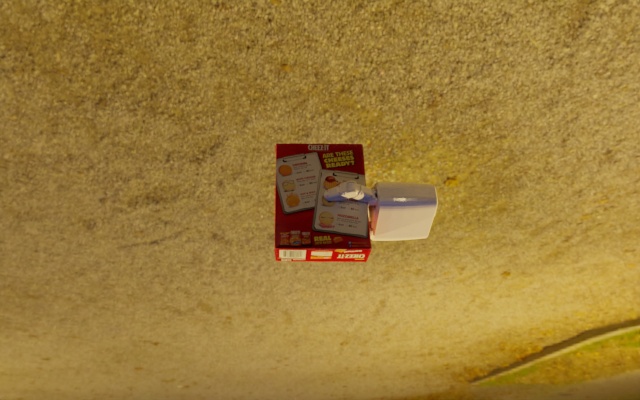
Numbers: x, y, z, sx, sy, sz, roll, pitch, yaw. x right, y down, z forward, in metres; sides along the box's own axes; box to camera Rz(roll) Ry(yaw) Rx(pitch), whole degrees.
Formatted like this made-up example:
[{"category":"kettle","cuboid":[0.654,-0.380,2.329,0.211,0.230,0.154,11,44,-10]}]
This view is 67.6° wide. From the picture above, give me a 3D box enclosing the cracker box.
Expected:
[{"category":"cracker box","cuboid":[0.000,0.003,0.861,0.164,0.213,0.072,0,-29,-4]}]
